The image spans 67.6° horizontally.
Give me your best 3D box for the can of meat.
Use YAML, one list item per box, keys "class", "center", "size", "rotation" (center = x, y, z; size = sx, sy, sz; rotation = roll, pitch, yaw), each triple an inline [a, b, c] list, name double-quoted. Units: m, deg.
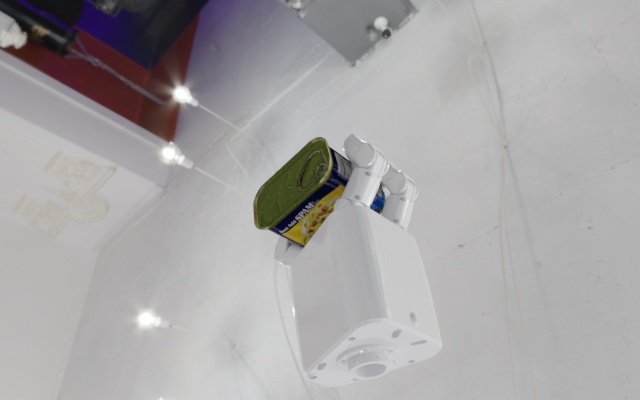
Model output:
- class: "can of meat"
  center: [0.000, 0.002, 0.460]
  size: [0.084, 0.057, 0.102]
  rotation: [31, -59, -35]
